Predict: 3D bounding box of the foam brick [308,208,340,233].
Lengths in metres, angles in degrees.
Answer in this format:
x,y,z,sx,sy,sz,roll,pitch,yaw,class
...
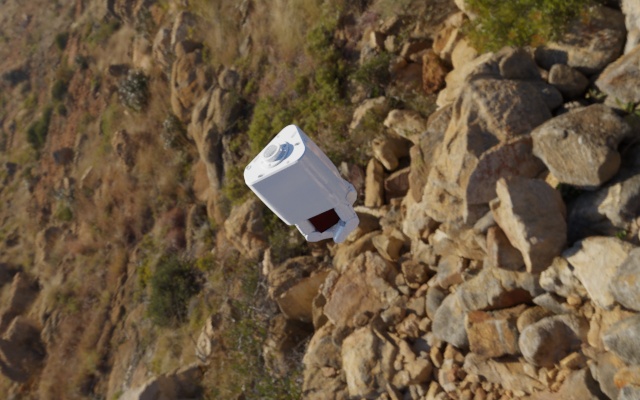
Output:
x,y,z,sx,sy,sz,roll,pitch,yaw,class
0.000,0.002,0.775,0.053,0.051,0.078,-34,39,8,foam brick
